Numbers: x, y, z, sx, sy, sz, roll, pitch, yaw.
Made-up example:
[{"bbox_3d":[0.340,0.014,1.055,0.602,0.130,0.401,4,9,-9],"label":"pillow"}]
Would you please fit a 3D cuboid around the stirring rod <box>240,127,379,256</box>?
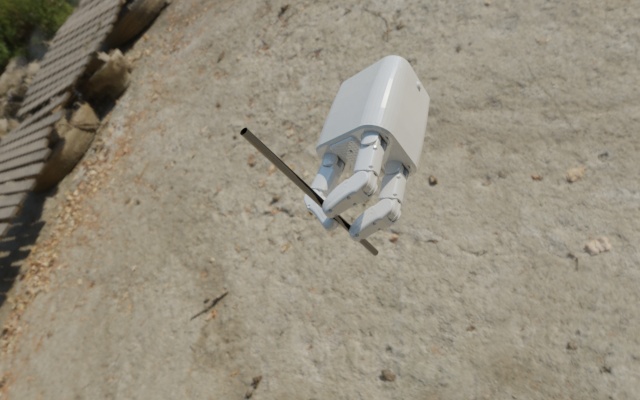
[{"bbox_3d":[0.000,0.002,0.487,0.011,0.011,0.240,0,-30,39],"label":"stirring rod"}]
